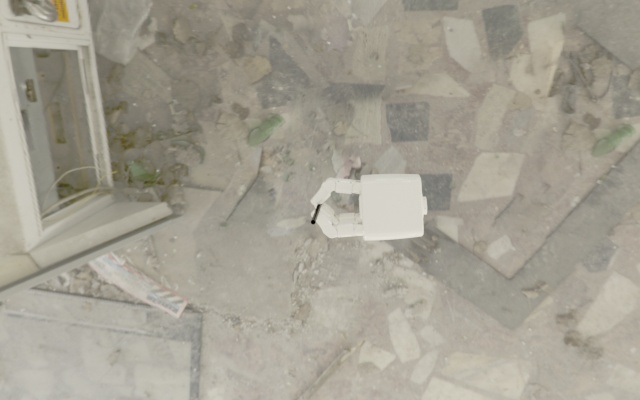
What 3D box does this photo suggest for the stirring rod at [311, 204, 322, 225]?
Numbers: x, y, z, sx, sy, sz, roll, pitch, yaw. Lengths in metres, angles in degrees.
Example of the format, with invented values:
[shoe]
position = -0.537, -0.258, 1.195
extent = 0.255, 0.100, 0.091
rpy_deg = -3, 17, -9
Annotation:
[stirring rod]
position = 0.000, 0.003, 0.894
extent = 0.011, 0.011, 0.239
rpy_deg = 0, 16, 6
